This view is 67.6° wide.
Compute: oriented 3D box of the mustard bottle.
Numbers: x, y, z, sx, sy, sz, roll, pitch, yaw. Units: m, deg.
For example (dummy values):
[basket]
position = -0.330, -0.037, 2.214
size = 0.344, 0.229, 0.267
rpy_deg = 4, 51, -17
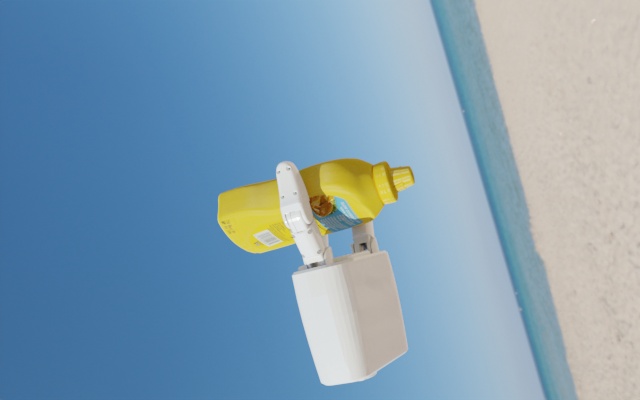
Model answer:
[mustard bottle]
position = 0.000, 0.001, 0.482
size = 0.191, 0.058, 0.096
rpy_deg = -16, -33, 19
